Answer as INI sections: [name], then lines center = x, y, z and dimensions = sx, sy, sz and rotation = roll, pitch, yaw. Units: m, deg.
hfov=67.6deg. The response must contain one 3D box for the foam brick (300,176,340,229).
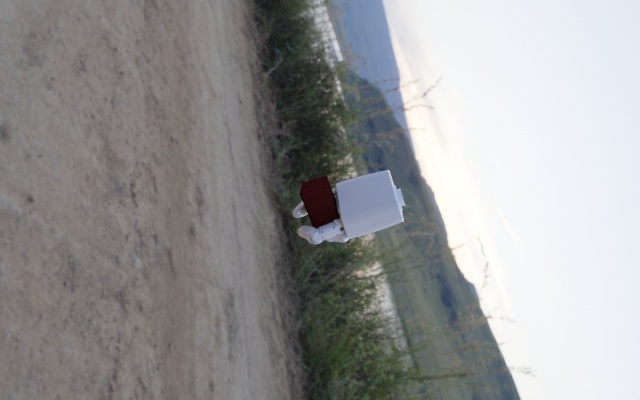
[foam brick]
center = 0.000, 0.003, 0.881
dimensions = 0.051, 0.078, 0.053
rotation = -16, 26, 10
